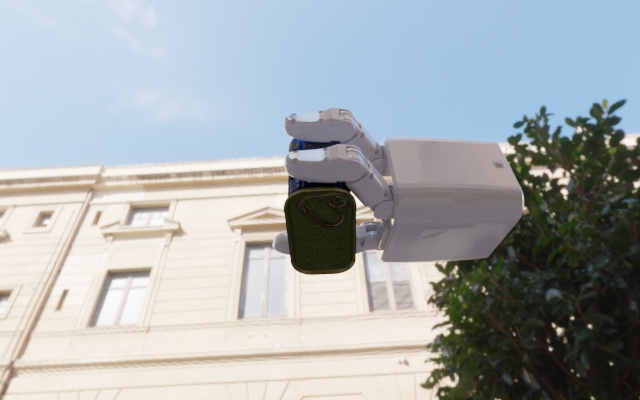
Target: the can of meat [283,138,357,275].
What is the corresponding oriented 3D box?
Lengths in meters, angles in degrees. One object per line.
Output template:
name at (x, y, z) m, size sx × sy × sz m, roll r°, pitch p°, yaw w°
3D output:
can of meat at (0.000, 0.001, 0.424) m, size 0.057 × 0.102 × 0.083 m, roll -3°, pitch 43°, yaw 1°
